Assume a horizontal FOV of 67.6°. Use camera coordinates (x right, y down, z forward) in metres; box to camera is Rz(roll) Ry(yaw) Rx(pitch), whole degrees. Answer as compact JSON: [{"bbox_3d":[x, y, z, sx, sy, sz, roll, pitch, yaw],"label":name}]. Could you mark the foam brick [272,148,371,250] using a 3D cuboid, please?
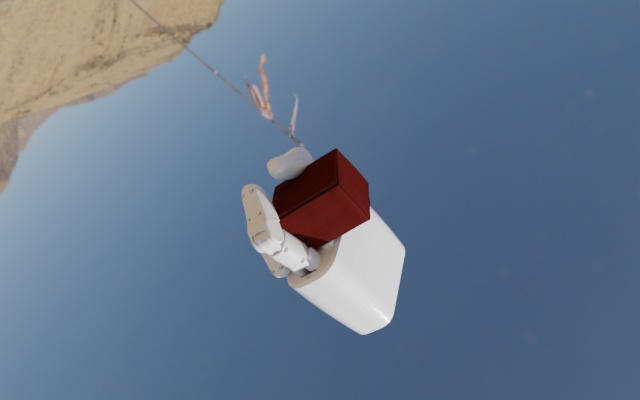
[{"bbox_3d":[0.000,0.001,0.432,0.078,0.053,0.051,-30,-57,26],"label":"foam brick"}]
